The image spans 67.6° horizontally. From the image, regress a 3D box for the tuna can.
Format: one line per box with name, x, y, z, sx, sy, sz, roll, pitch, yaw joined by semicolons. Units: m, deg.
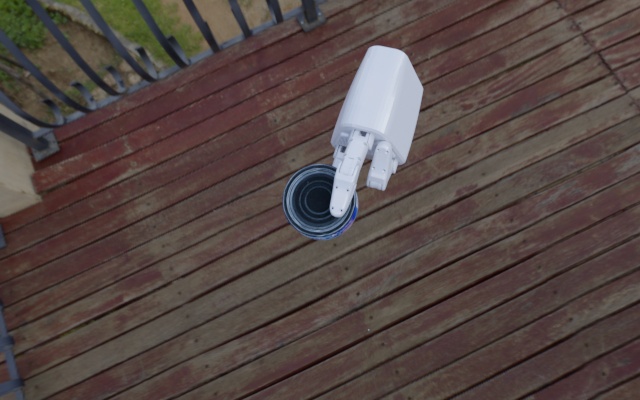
tuna can;0.000;0.002;0.549;0.086;0.086;0.034;0;-10;7
